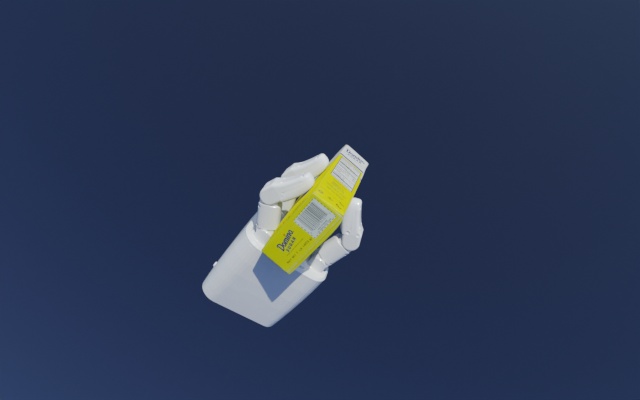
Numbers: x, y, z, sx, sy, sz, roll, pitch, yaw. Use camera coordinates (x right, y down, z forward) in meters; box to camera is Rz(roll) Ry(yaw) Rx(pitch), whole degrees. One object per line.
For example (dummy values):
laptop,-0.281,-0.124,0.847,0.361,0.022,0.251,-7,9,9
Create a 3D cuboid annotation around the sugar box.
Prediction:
sugar box,0.000,0.002,0.549,0.048,0.093,0.176,40,25,-7
